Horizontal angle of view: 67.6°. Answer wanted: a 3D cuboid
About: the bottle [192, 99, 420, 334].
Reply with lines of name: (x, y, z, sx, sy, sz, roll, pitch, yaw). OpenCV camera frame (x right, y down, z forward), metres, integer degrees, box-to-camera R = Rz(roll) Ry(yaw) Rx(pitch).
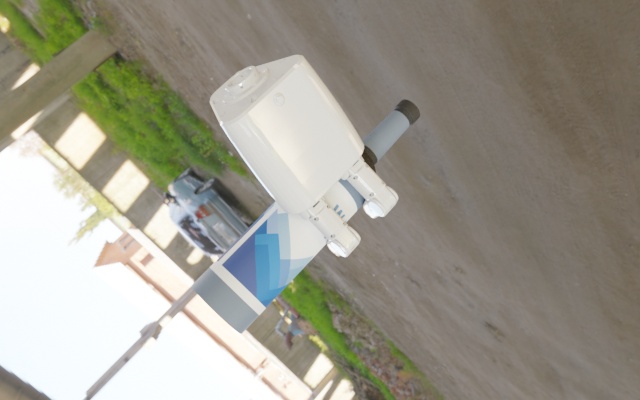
bottle: (0.000, 0.002, 0.489, 0.295, 0.069, 0.069, -46, 14, -14)
